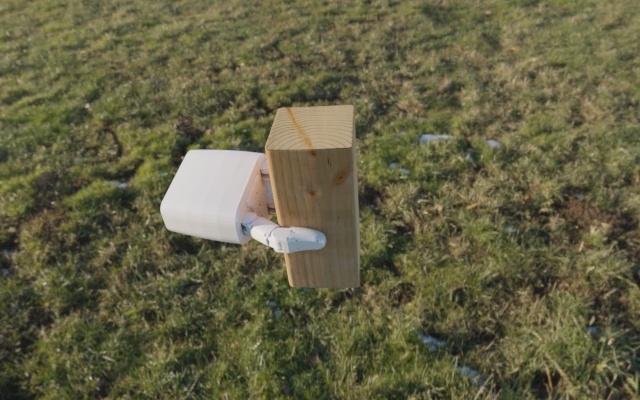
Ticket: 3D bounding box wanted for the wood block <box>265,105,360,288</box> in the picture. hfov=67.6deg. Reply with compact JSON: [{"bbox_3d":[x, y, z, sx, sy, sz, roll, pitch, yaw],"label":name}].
[{"bbox_3d":[0.000,0.002,0.569,0.090,0.206,0.090,-1,39,7],"label":"wood block"}]
